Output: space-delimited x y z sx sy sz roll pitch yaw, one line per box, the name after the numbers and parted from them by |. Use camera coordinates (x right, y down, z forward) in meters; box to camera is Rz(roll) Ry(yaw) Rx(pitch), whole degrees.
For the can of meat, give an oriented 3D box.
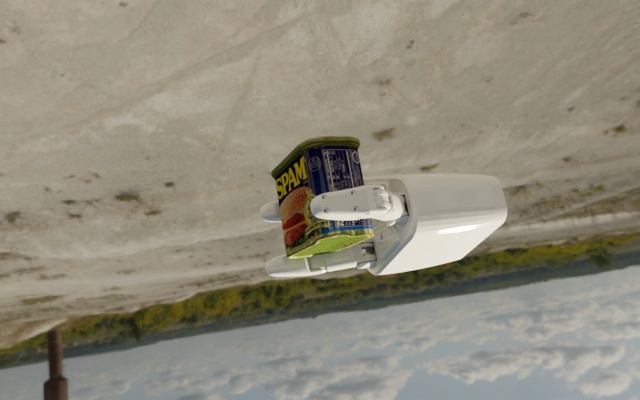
0.000 0.002 0.423 0.057 0.084 0.102 -3 -15 -27 | can of meat
